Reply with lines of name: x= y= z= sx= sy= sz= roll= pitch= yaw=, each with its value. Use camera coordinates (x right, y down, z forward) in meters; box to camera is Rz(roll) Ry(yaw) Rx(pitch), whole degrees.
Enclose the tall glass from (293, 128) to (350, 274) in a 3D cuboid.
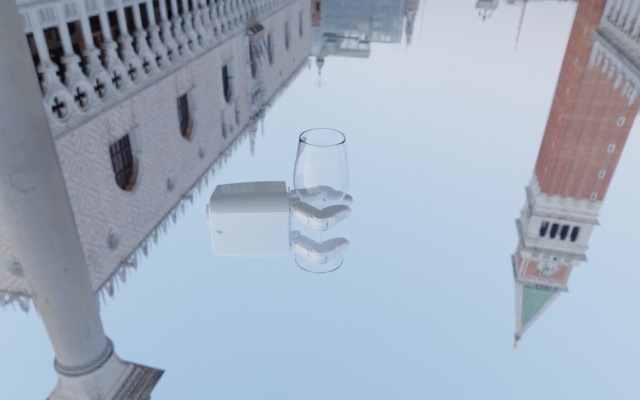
tall glass: x=0.000 y=0.003 z=0.677 sx=0.079 sy=0.201 sz=0.079 roll=1 pitch=30 yaw=-1
